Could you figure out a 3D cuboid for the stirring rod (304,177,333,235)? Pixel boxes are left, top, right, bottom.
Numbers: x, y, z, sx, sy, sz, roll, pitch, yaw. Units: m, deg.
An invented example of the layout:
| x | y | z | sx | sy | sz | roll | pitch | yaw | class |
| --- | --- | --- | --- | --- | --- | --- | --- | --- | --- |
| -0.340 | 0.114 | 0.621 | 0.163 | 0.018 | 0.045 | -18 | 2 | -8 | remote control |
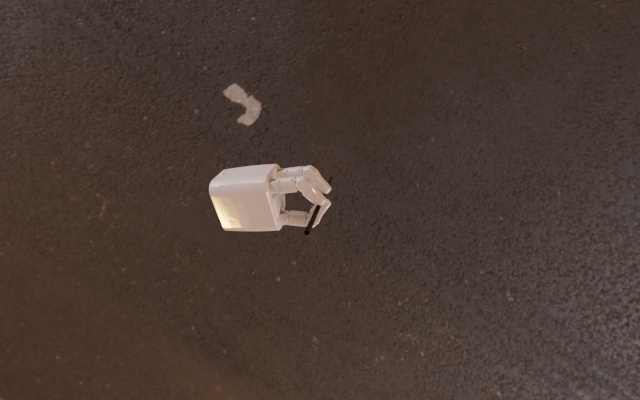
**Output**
| x | y | z | sx | sy | sz | roll | pitch | yaw | class |
| --- | --- | --- | --- | --- | --- | --- | --- | --- | --- |
| 0.000 | 0.003 | 0.814 | 0.011 | 0.011 | 0.239 | 0 | 22 | 11 | stirring rod |
